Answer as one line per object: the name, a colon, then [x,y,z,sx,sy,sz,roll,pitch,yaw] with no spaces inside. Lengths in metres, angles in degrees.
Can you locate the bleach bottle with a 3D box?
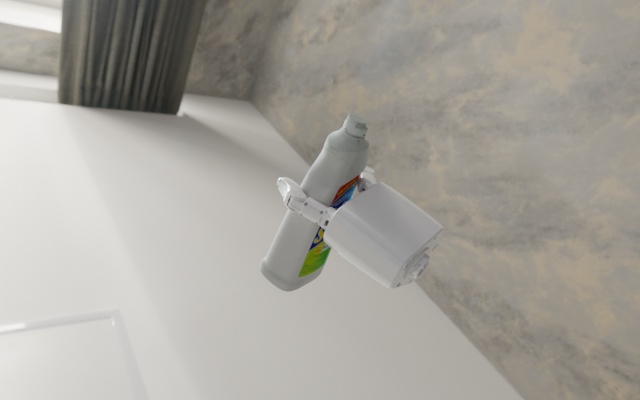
bleach bottle: [0.000,0.002,0.647,0.068,0.251,0.102,36,30,24]
